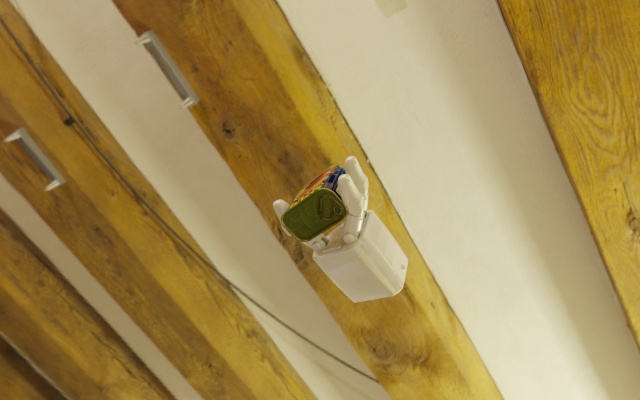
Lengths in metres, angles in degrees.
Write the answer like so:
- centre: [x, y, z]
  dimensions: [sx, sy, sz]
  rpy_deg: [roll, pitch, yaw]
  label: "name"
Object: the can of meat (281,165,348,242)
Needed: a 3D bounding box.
- centre: [0.000, 0.002, 0.708]
  dimensions: [0.102, 0.057, 0.084]
  rpy_deg: [-34, 15, 31]
  label: "can of meat"
